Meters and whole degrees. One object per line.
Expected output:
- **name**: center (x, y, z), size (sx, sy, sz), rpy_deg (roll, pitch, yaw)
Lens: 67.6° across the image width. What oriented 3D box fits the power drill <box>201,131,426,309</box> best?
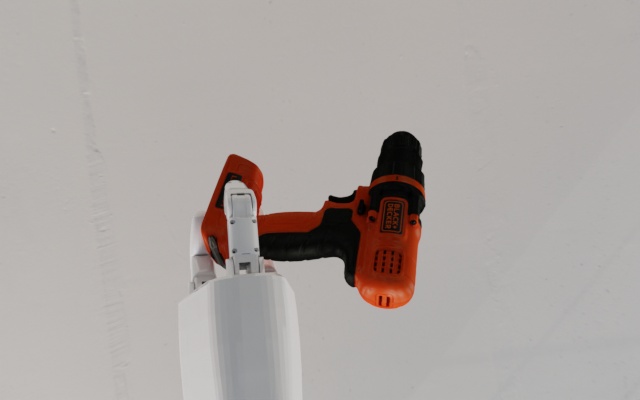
- **power drill**: center (0.000, 0.002, 0.436), size (0.187, 0.184, 0.057), rpy_deg (4, -40, 11)
